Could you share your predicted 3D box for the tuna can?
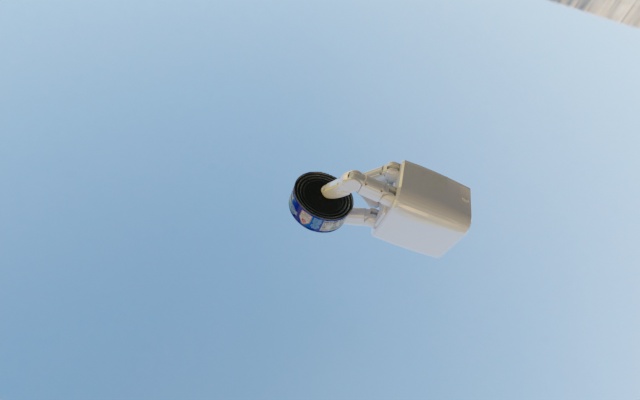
[{"bbox_3d":[0.000,0.002,0.659,0.086,0.086,0.034,0,-40,-25],"label":"tuna can"}]
